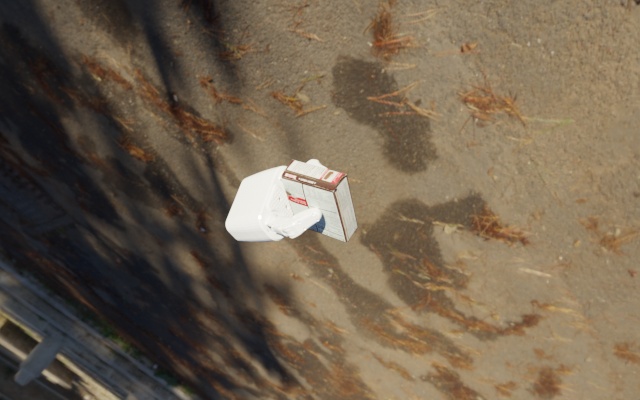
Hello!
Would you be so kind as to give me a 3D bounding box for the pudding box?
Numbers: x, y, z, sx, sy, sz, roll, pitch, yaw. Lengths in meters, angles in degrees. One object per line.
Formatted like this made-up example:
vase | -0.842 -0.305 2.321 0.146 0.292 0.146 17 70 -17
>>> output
pudding box | 0.000 0.002 0.676 0.090 0.039 0.114 16 -35 28
